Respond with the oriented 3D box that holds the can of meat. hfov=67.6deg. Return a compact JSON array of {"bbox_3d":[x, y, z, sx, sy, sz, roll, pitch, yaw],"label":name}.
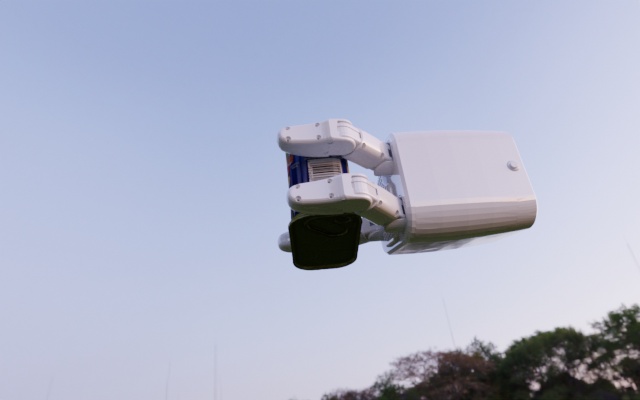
[{"bbox_3d":[0.000,0.001,0.413,0.057,0.084,0.102,-5,-31,-2],"label":"can of meat"}]
